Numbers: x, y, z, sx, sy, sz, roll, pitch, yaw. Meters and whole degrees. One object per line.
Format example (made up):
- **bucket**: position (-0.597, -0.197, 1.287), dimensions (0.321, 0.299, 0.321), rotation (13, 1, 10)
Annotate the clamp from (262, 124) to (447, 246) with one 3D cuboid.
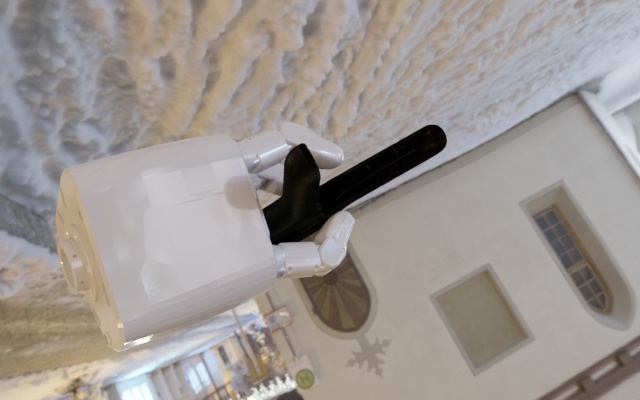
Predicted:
- **clamp**: position (0.000, 0.002, 0.404), dimensions (0.164, 0.036, 0.210), rotation (-16, -16, -37)
